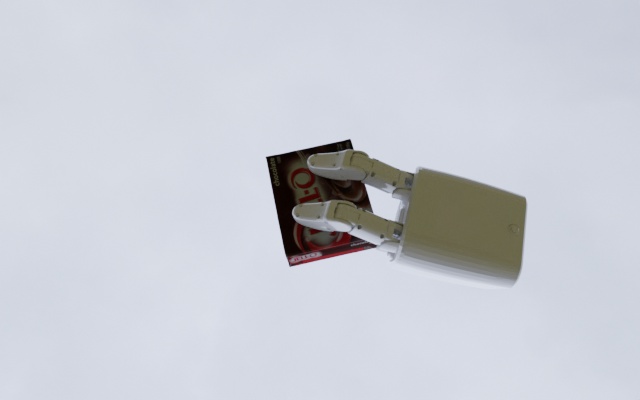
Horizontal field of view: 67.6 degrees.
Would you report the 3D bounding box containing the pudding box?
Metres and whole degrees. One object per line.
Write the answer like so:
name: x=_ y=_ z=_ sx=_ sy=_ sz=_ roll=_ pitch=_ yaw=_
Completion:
pudding box: x=0.000 y=0.002 z=0.474 sx=0.090 sy=0.113 sz=0.039 roll=-12 pitch=-27 yaw=-5
